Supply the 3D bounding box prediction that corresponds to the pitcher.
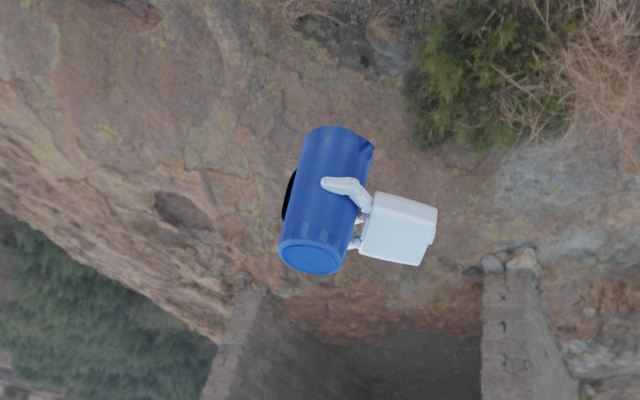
[{"bbox_3d":[0.000,0.003,0.827,0.145,0.242,0.149,14,-35,2],"label":"pitcher"}]
